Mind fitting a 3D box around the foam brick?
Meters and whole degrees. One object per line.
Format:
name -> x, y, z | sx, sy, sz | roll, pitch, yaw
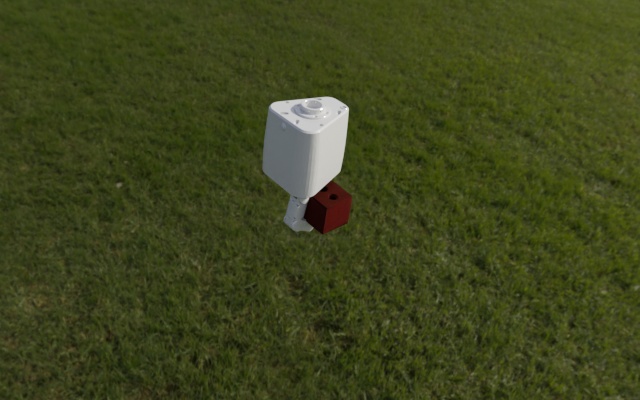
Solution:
foam brick -> 0.000, 0.003, 0.707 | 0.053, 0.051, 0.078 | -24, 49, -36
